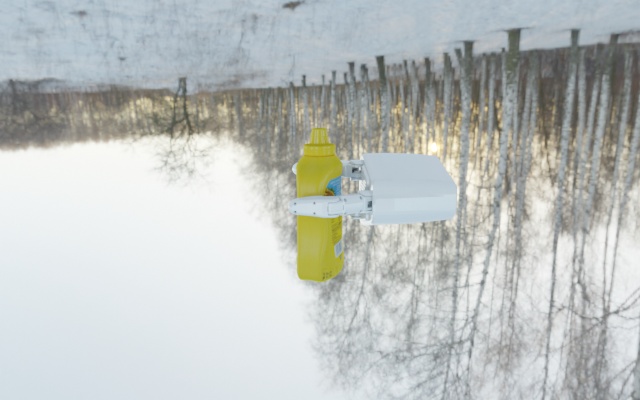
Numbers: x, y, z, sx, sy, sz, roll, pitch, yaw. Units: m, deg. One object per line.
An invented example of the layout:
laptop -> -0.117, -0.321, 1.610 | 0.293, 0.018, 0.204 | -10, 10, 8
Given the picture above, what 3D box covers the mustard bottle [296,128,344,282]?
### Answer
mustard bottle -> 0.000, 0.002, 0.623 | 0.058, 0.192, 0.096 | 5, 14, 19
